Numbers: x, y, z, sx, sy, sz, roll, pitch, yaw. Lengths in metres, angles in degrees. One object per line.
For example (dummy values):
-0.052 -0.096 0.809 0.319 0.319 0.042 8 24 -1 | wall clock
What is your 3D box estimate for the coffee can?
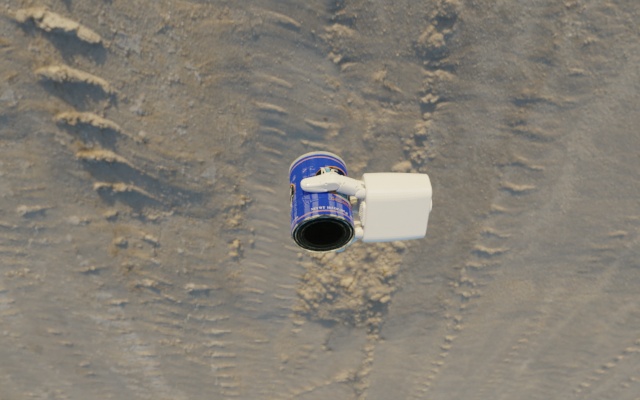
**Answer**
0.000 0.002 0.800 0.103 0.140 0.103 -3 -40 -2 | coffee can
